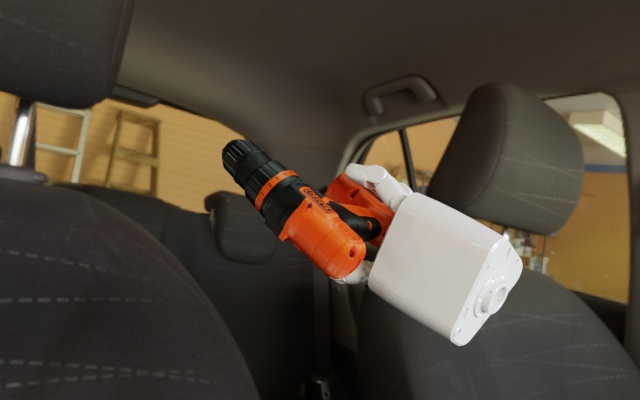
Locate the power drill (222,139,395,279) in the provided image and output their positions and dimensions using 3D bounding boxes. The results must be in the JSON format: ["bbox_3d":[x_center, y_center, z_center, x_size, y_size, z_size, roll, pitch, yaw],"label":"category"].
[{"bbox_3d":[0.001,0.002,0.522,0.184,0.057,0.187,45,22,21],"label":"power drill"}]
